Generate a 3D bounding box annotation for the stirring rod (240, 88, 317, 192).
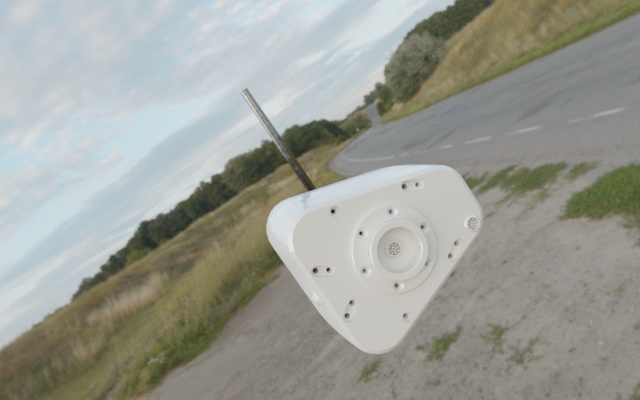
[{"bbox_3d":[0.000,0.001,0.434,0.011,0.239,0.011,-34,6,4],"label":"stirring rod"}]
